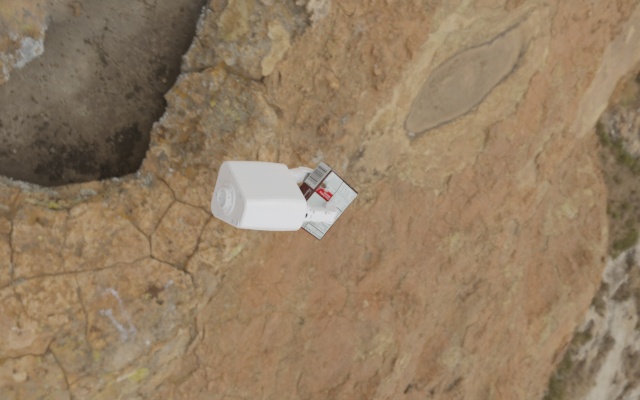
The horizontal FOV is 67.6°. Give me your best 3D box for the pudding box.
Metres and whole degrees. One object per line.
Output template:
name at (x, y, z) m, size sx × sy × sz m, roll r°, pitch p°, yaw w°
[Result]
pudding box at (0.000, 0.003, 0.823) m, size 0.090 × 0.113 × 0.039 m, roll 39°, pitch 2°, yaw -45°
